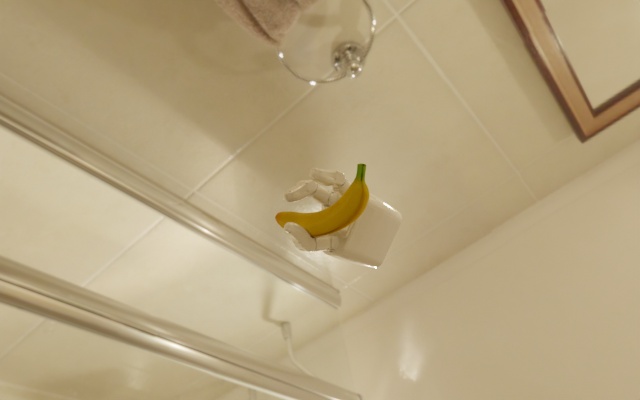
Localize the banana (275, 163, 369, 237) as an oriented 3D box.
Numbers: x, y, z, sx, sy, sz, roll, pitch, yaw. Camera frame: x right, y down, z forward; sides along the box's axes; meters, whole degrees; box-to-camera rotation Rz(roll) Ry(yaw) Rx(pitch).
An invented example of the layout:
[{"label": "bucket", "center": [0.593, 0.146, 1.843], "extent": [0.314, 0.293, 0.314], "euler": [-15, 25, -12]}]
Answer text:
[{"label": "banana", "center": [0.006, 0.018, 0.703], "extent": [0.037, 0.069, 0.198], "euler": [12, -31, -44]}]
